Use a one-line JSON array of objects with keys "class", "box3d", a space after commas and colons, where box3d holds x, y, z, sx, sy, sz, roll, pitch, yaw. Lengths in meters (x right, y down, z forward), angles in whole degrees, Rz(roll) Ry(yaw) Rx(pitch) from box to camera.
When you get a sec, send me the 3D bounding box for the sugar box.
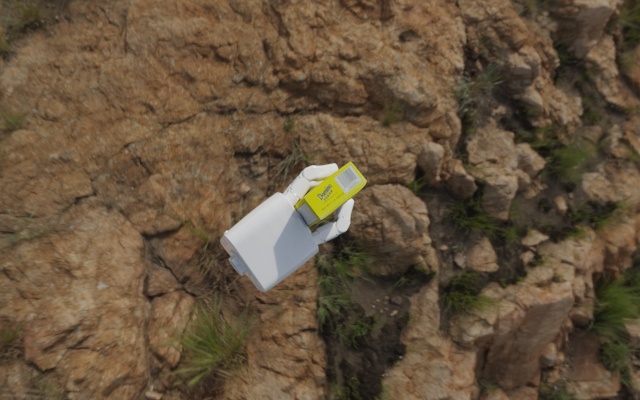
[{"class": "sugar box", "box3d": [0.000, 0.002, 0.747, 0.093, 0.048, 0.176, -38, 2, -19]}]
